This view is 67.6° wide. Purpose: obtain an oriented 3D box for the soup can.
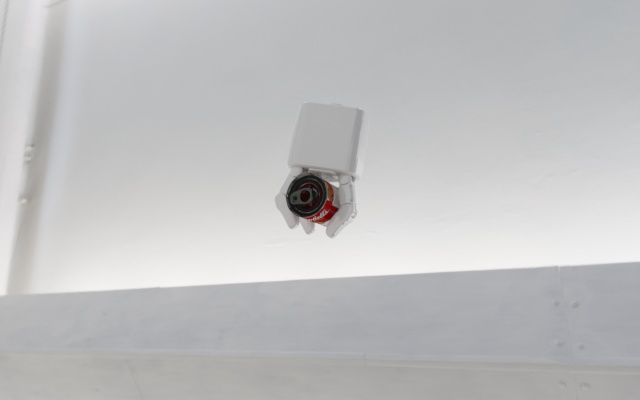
[{"bbox_3d":[0.000,0.003,0.743,0.068,0.068,0.102,0,-12,26],"label":"soup can"}]
